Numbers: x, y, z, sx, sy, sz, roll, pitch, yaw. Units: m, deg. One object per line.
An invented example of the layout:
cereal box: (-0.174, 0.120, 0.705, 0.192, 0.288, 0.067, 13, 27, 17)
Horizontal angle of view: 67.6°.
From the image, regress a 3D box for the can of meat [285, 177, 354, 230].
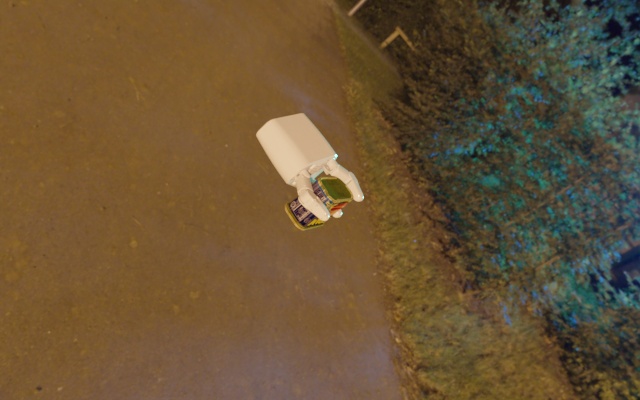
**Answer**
can of meat: (0.000, 0.003, 0.843, 0.084, 0.057, 0.102, -40, -15, 23)
